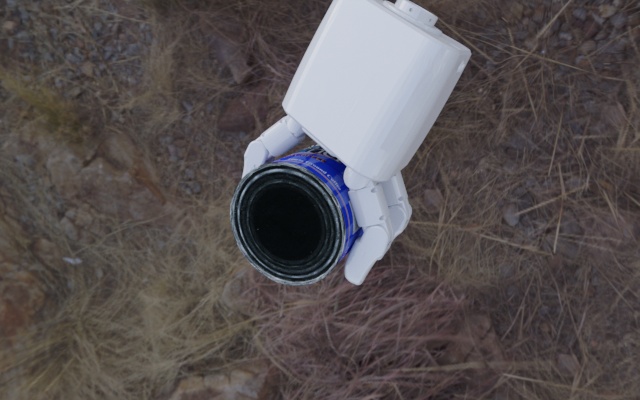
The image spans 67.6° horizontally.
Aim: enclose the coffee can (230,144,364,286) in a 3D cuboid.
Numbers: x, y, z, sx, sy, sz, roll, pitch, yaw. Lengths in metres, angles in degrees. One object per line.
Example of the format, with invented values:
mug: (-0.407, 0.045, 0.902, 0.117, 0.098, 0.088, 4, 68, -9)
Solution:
coffee can: (0.000, 0.001, 0.435, 0.103, 0.103, 0.140, 0, 16, 25)
